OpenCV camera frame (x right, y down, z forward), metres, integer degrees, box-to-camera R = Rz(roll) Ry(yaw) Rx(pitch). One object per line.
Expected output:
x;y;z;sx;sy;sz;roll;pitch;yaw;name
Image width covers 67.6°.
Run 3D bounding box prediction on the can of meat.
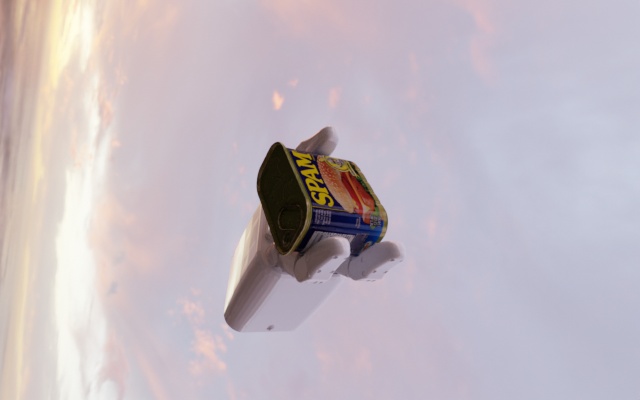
0.000;0.001;0.420;0.084;0.057;0.102;9;38;-32;can of meat
